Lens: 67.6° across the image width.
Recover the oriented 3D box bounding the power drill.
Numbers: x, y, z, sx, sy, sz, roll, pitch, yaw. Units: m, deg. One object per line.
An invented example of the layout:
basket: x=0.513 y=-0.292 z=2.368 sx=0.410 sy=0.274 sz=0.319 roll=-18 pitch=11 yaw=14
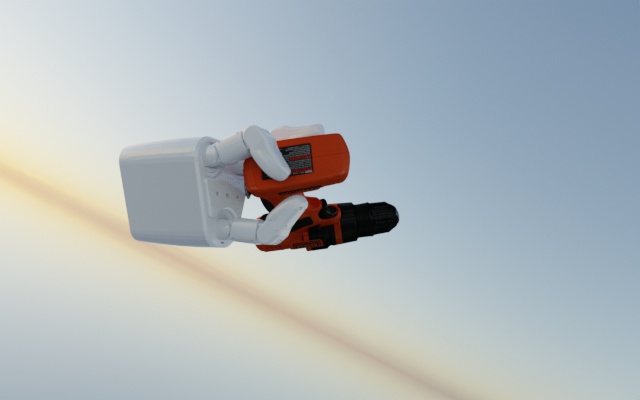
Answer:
power drill: x=0.000 y=0.002 z=0.537 sx=0.184 sy=0.057 sz=0.188 roll=-10 pitch=-29 yaw=1
